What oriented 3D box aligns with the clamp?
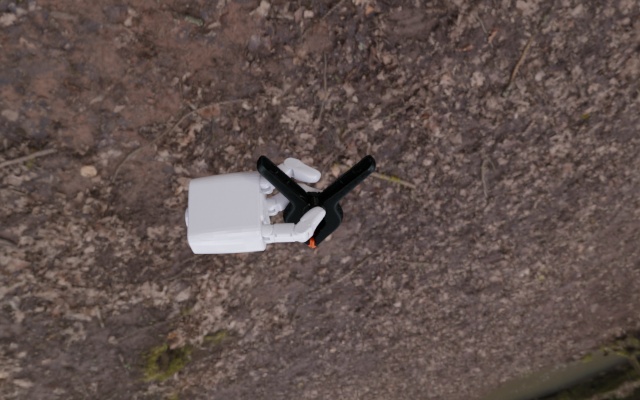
[{"bbox_3d":[0.000,0.003,0.726,0.164,0.036,0.210,-4,-38,2],"label":"clamp"}]
